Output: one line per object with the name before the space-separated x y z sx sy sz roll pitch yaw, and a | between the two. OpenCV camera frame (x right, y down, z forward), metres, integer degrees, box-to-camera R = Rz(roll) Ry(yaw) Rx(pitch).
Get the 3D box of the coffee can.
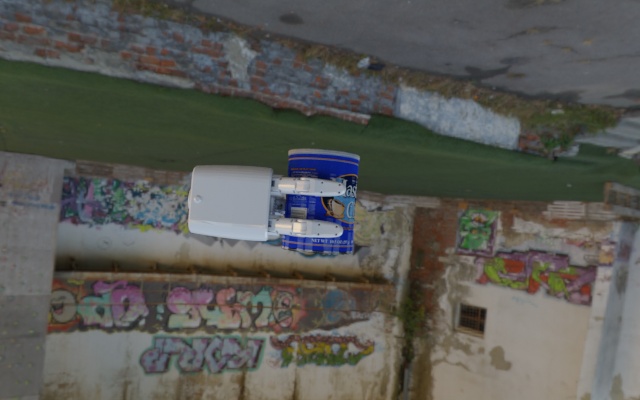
coffee can | 0.000 0.002 0.685 0.103 0.140 0.103 4 -2 0
